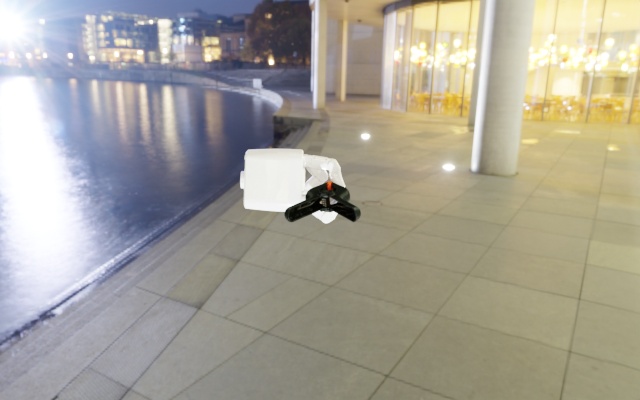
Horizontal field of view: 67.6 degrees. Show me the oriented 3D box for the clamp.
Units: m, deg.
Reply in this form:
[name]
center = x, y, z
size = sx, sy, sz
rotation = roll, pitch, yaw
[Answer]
[clamp]
center = 0.000, 0.002, 0.818
size = 0.120, 0.039, 0.171
rotation = 3, 14, -3
